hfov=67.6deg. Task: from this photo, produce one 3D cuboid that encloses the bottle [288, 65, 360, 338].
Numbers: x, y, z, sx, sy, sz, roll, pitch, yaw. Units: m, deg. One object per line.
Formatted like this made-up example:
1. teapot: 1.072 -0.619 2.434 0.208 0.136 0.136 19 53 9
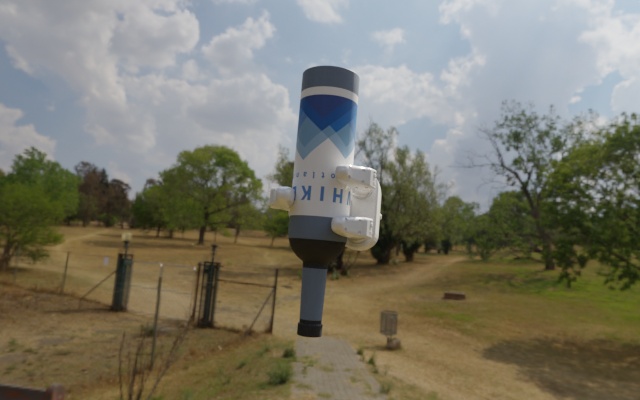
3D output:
1. bottle: 0.000 0.001 0.538 0.069 0.295 0.069 5 -6 1
